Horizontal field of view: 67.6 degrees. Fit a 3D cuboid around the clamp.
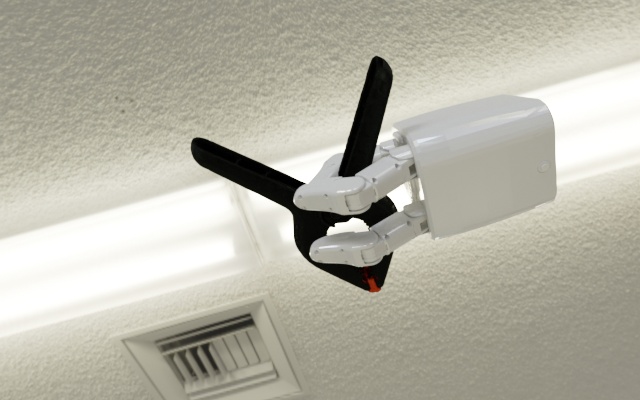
[{"bbox_3d":[0.000,0.001,0.407,0.164,0.210,0.036,-16,32,6],"label":"clamp"}]
